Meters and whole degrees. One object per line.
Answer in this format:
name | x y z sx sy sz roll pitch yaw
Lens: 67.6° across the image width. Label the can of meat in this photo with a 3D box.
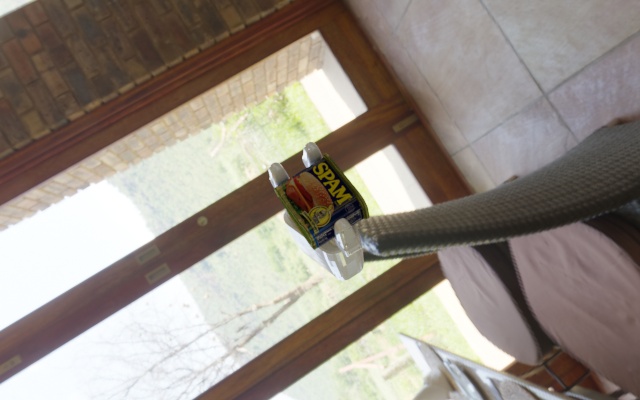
can of meat | 0.000 0.002 0.618 0.084 0.102 0.057 -32 -30 -8
